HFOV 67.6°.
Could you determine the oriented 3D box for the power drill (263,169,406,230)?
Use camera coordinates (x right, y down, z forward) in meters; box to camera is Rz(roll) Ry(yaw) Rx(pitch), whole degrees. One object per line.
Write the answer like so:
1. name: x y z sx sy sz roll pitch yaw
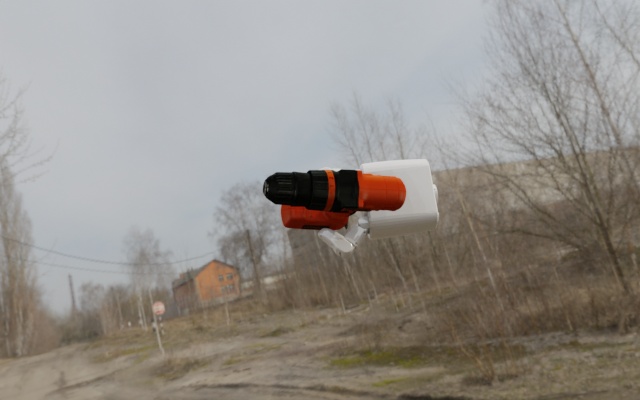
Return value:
1. power drill: 0.000 0.002 0.661 0.184 0.057 0.188 4 -11 -16
